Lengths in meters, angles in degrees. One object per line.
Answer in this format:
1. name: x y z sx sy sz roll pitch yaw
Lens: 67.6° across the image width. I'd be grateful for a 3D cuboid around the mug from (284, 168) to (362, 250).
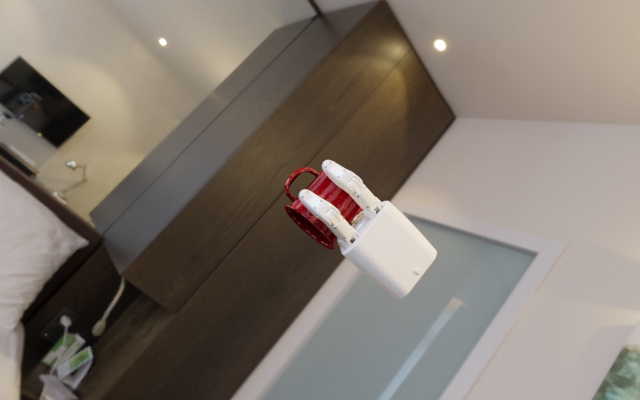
1. mug: -0.001 0.001 0.689 0.117 0.081 0.093 44 -14 -9
